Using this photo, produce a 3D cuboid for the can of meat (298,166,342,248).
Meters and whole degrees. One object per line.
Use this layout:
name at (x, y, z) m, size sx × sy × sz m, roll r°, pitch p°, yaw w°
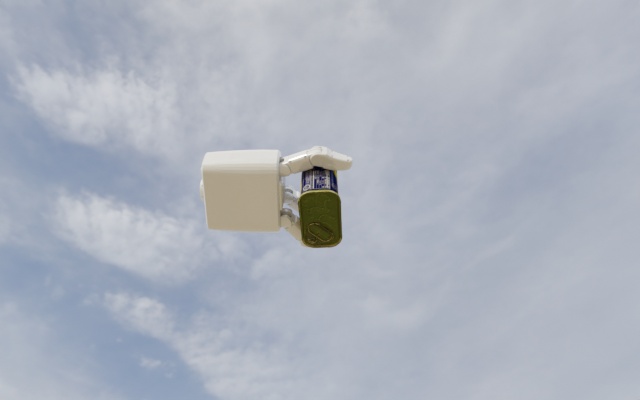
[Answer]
can of meat at (0.000, 0.002, 0.679) m, size 0.057 × 0.102 × 0.084 m, roll -3°, pitch 39°, yaw 2°
